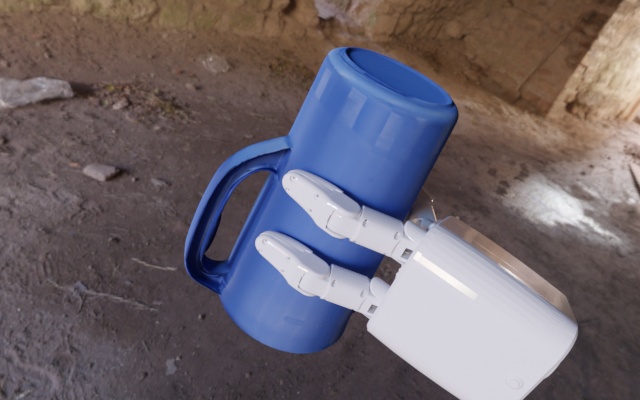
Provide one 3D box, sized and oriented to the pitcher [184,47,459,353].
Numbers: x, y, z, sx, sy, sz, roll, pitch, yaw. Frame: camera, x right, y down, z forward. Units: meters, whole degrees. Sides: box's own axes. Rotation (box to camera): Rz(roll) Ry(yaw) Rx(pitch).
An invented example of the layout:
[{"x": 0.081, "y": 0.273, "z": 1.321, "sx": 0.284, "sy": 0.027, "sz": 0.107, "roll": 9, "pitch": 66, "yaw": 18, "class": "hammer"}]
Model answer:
[{"x": 0.000, "y": 0.001, "z": 0.402, "sx": 0.145, "sy": 0.243, "sz": 0.149, "roll": 37, "pitch": 31, "yaw": 18, "class": "pitcher"}]
